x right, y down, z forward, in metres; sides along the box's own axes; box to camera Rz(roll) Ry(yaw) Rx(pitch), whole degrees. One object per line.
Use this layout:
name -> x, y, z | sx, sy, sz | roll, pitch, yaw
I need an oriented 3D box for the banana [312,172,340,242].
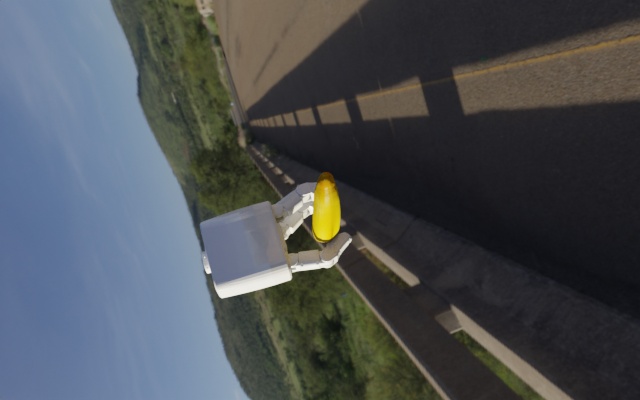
banana -> 0.004, 0.021, 0.668 | 0.037, 0.069, 0.198 | -13, -13, -6
